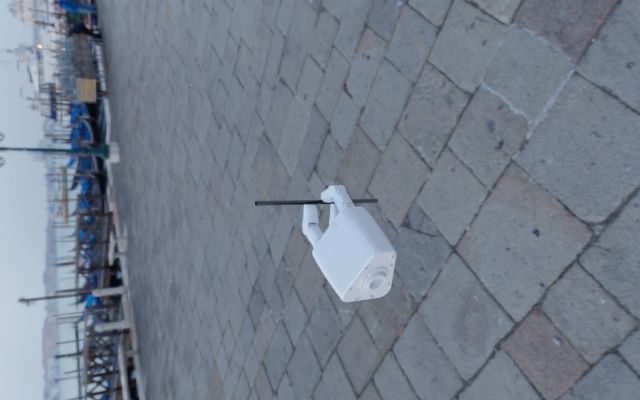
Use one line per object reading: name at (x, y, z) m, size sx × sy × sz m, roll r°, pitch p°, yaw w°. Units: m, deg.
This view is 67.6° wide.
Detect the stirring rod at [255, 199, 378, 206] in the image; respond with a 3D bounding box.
stirring rod at (0.000, 0.003, 0.832) m, size 0.239 × 0.011 × 0.011 m, roll -1°, pitch 0°, yaw -29°
